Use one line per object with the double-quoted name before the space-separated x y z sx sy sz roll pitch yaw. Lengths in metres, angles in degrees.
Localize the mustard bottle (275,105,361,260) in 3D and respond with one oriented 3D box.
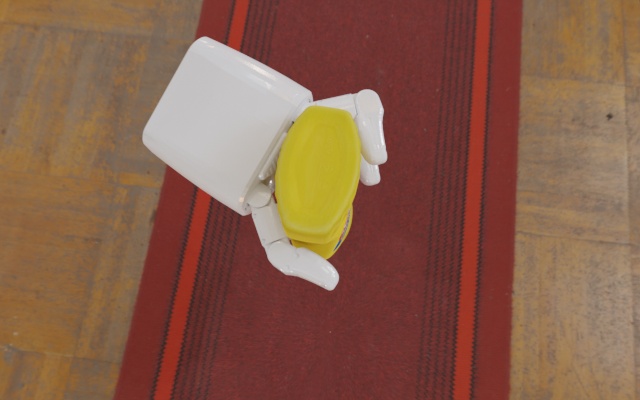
"mustard bottle" 0.000 0.001 0.415 0.058 0.096 0.192 8 -15 3
